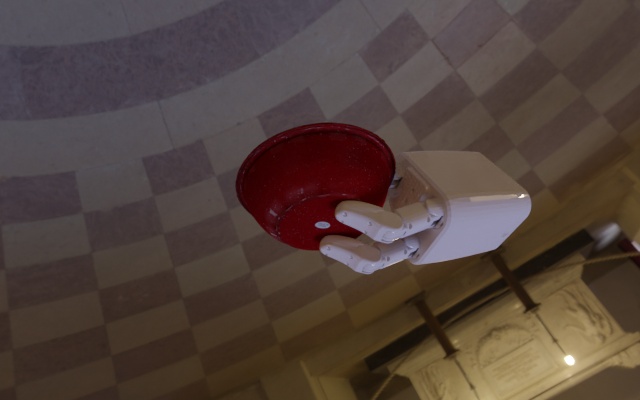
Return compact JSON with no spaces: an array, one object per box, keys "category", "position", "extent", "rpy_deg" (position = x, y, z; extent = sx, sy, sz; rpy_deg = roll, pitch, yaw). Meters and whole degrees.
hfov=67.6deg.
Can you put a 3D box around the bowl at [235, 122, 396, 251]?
[{"category":"bowl","position":[-0.001,0.002,0.464],"extent":[0.162,0.055,0.162],"rpy_deg":[-7,-37,-5]}]
